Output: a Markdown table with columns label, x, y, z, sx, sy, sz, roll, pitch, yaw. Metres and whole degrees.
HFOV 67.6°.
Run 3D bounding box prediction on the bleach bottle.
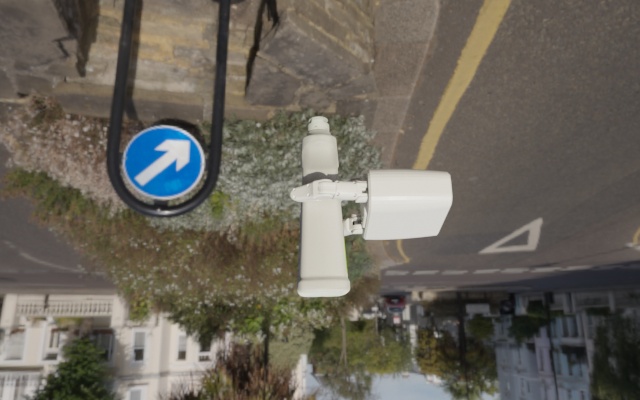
| label | x | y | z | sx | sy | sz | roll | pitch | yaw |
| --- | --- | --- | --- | --- | --- | --- | --- | --- | --- |
| bleach bottle | 0.000 | 0.002 | 0.655 | 0.068 | 0.250 | 0.102 | -1 | -15 | -3 |
